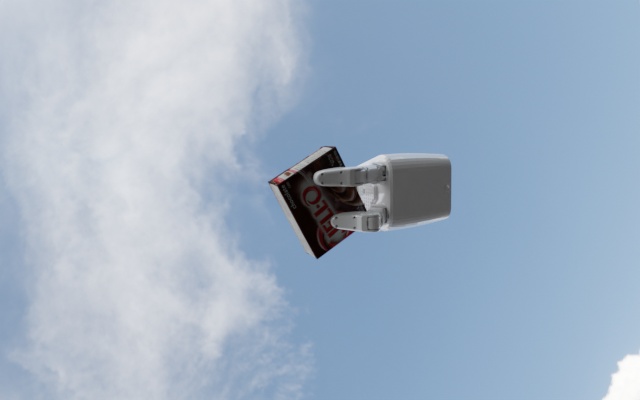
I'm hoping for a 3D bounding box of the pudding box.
[{"bbox_3d":[0.000,0.002,0.595,0.090,0.113,0.039,-35,21,-19],"label":"pudding box"}]
